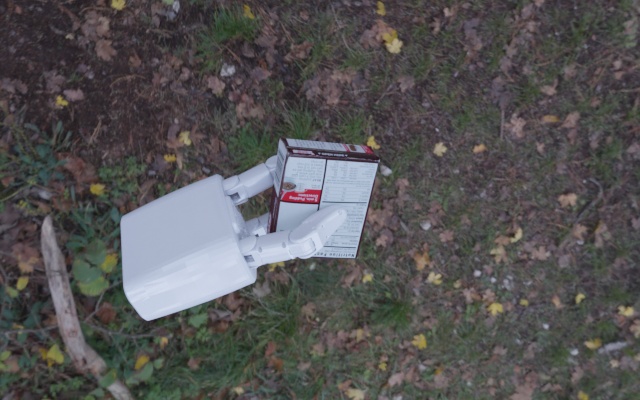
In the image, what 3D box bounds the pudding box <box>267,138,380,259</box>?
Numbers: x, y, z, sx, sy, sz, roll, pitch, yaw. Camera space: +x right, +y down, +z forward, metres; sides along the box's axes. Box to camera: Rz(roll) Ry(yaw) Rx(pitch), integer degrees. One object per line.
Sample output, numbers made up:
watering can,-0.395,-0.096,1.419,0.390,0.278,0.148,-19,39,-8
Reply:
pudding box,0.000,0.002,0.455,0.090,0.113,0.039,3,29,-16
